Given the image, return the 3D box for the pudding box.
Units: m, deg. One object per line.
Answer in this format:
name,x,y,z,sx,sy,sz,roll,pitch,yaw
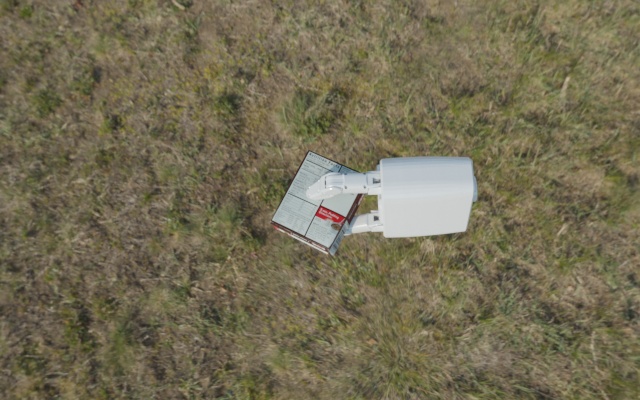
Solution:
pudding box,0.000,0.002,0.621,0.090,0.113,0.039,25,-13,15
